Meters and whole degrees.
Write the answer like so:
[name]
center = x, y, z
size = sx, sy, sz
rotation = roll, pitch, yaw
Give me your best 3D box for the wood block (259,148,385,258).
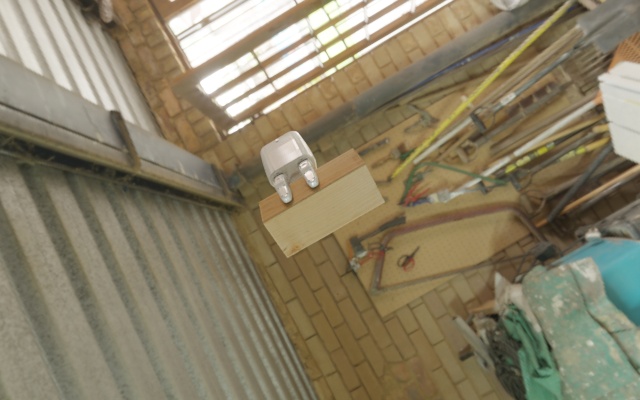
[wood block]
center = 0.000, 0.003, 0.885
size = 0.206, 0.091, 0.090
rotation = -30, 28, 3
